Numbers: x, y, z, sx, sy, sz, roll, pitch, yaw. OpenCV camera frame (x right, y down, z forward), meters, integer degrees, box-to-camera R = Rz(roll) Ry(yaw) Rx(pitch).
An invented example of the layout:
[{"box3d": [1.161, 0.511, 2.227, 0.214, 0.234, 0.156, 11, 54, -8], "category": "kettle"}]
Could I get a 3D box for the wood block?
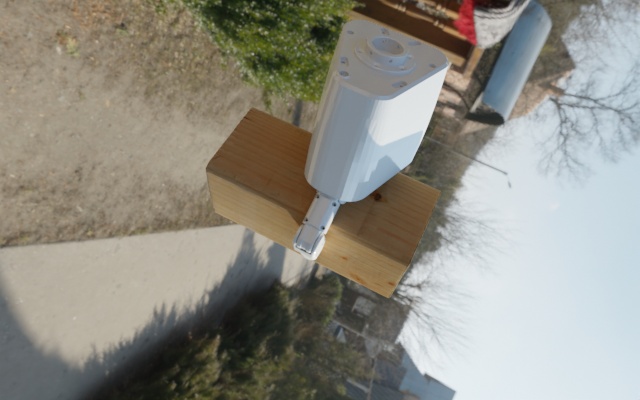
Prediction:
[{"box3d": [0.000, 0.002, 0.483, 0.206, 0.090, 0.090, 25, -30, 9], "category": "wood block"}]
